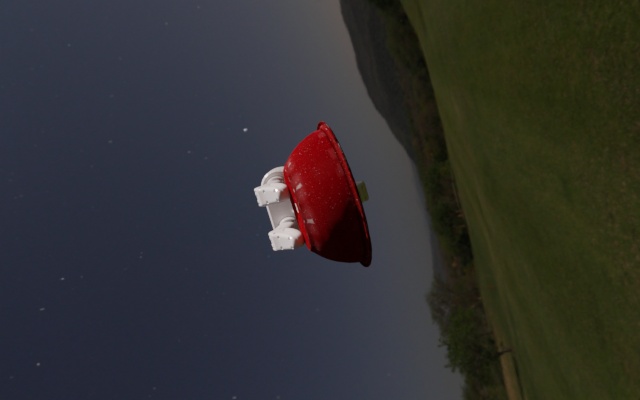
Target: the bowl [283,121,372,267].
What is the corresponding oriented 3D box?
[{"bbox_3d":[0.000,0.002,0.505,0.055,0.162,0.162,-18,2,-7],"label":"bowl"}]
